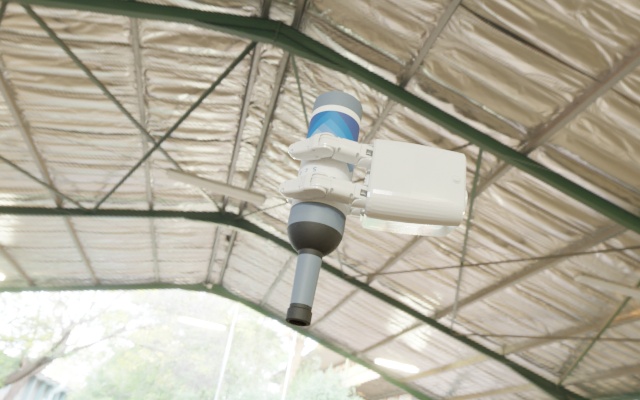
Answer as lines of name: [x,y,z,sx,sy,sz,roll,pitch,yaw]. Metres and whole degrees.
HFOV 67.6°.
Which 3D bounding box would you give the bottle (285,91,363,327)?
bottle: [0.000,0.002,0.571,0.069,0.295,0.069,8,-29,5]
